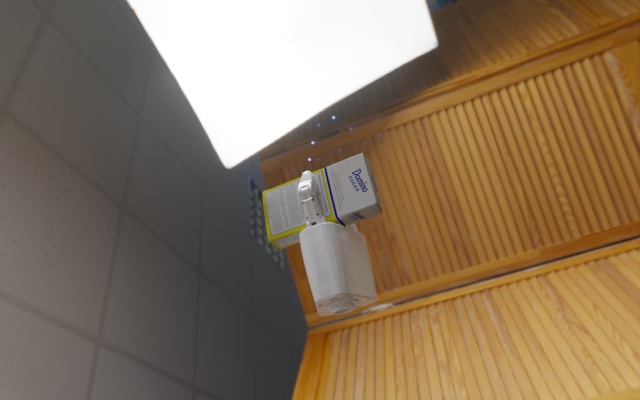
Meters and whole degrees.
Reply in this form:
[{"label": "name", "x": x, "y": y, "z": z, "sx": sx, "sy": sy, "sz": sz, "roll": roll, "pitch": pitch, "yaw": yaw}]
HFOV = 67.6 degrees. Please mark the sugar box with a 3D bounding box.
[{"label": "sugar box", "x": 0.000, "y": 0.003, "z": 0.736, "sx": 0.176, "sy": 0.093, "sz": 0.048, "roll": -18, "pitch": -29, "yaw": 13}]
